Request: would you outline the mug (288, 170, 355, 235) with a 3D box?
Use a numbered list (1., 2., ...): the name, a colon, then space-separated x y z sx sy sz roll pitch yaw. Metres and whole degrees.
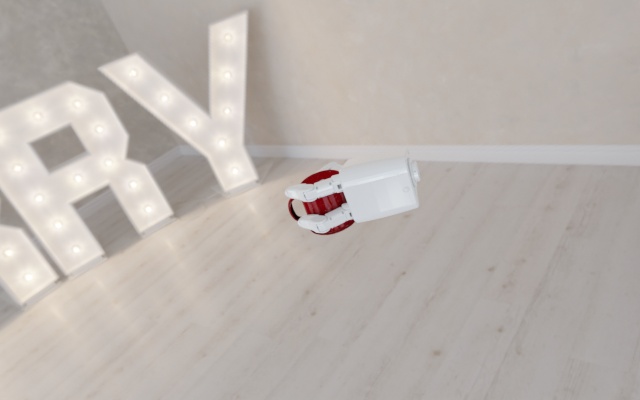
1. mug: -0.001 0.003 0.825 0.117 0.081 0.093 -13 29 15
